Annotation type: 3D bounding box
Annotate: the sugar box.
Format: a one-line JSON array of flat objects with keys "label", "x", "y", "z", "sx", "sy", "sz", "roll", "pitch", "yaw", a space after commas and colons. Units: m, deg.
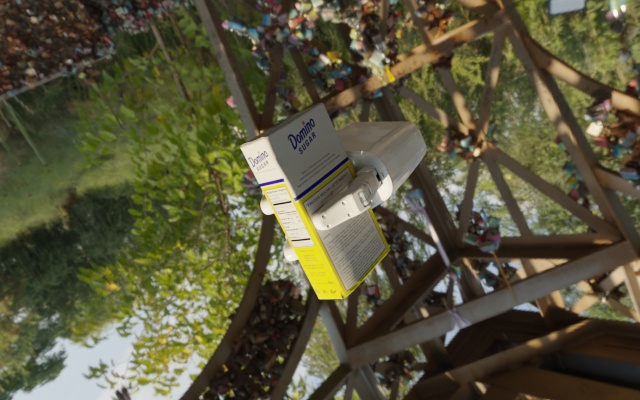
[{"label": "sugar box", "x": 0.000, "y": 0.002, "z": 0.481, "sx": 0.048, "sy": 0.176, "sz": 0.093, "roll": -13, "pitch": 19, "yaw": 45}]
